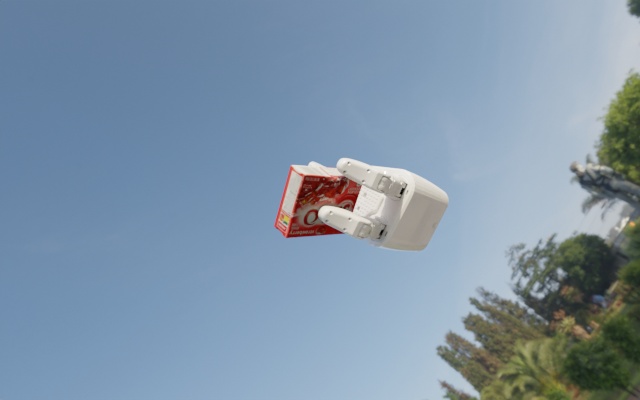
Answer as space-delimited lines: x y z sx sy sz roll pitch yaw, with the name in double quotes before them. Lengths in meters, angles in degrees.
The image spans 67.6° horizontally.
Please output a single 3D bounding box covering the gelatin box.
"gelatin box" 0.000 0.002 0.523 0.089 0.073 0.030 1 26 -40
